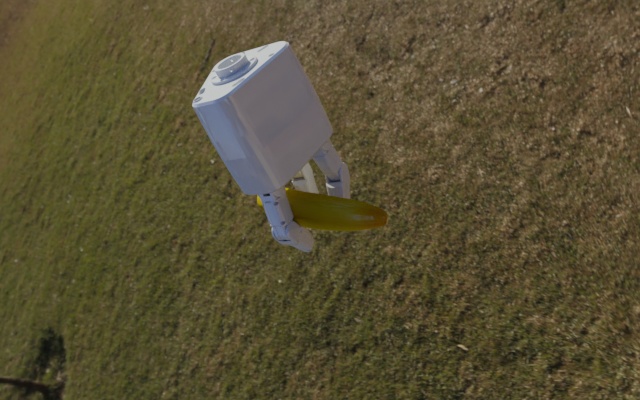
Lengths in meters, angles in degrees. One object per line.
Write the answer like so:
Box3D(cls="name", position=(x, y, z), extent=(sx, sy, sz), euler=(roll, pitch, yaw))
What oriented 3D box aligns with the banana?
Box3D(cls="banana", position=(-0.017, 0.005, 0.529), extent=(0.069, 0.037, 0.198), euler=(-14, 17, -36))
